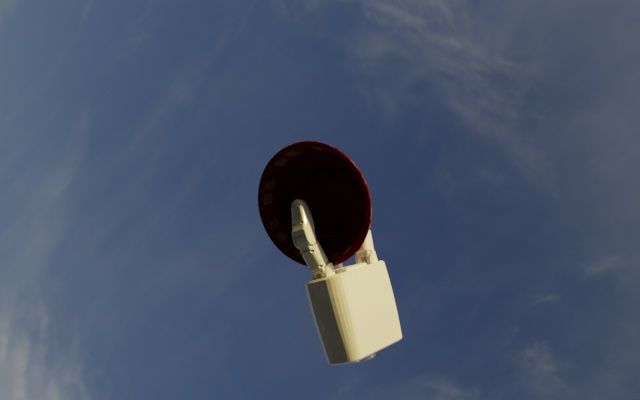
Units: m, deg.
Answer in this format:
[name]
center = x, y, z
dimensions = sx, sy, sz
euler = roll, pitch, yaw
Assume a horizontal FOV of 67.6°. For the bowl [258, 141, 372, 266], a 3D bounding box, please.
[bowl]
center = 0.000, 0.001, 0.616
dimensions = 0.162, 0.162, 0.055
euler = 0, 11, 28
